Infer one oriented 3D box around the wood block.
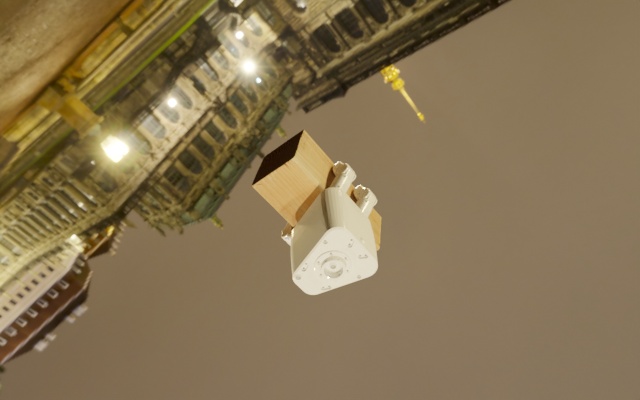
[{"bbox_3d":[0.000,0.003,0.765,0.091,0.206,0.090,-30,26,27],"label":"wood block"}]
